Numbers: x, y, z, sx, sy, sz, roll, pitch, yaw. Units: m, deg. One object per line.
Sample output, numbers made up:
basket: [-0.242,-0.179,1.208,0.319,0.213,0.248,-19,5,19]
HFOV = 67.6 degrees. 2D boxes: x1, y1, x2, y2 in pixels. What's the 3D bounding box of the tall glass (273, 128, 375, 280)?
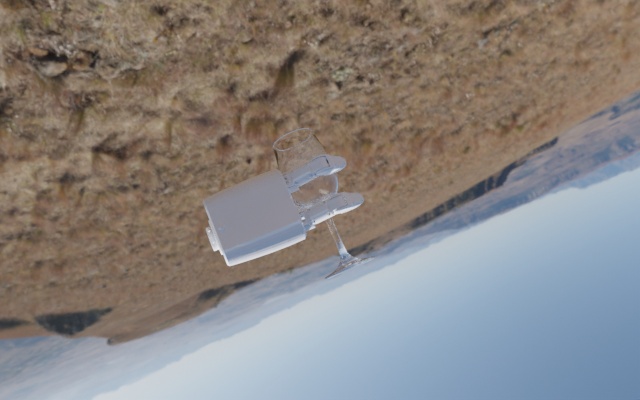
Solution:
tall glass: [0.001,0.003,0.660,0.079,0.201,0.079,-23,-10,-4]
